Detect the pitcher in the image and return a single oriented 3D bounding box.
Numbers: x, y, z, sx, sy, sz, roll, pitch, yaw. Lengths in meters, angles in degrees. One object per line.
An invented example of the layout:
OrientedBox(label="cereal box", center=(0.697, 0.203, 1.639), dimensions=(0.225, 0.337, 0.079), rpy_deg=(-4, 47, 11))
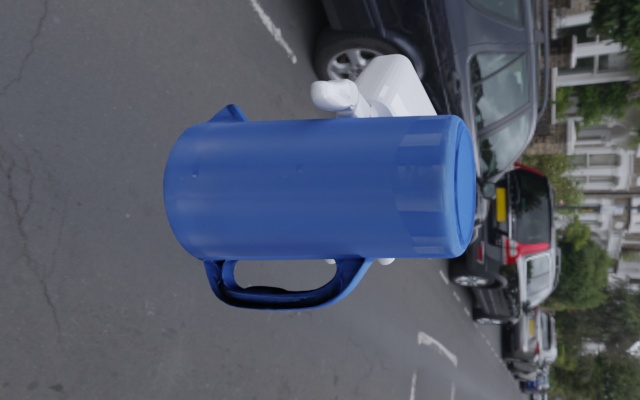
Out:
OrientedBox(label="pitcher", center=(0.000, 0.001, 0.407), dimensions=(0.243, 0.149, 0.145), rpy_deg=(0, 37, 26))
